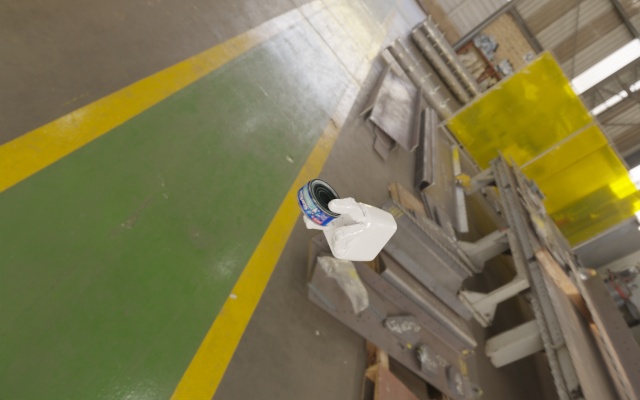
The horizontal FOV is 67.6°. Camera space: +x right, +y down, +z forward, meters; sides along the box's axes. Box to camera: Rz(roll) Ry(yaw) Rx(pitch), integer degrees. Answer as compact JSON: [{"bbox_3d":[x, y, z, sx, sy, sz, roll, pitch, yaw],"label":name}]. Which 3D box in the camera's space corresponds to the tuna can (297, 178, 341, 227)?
[{"bbox_3d":[0.000,0.003,0.864,0.034,0.086,0.086,-39,-22,31],"label":"tuna can"}]
